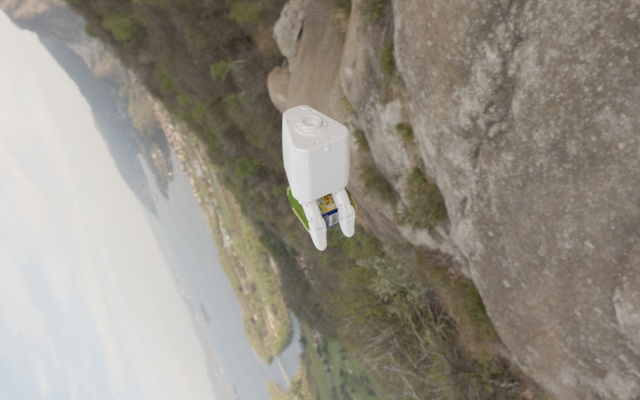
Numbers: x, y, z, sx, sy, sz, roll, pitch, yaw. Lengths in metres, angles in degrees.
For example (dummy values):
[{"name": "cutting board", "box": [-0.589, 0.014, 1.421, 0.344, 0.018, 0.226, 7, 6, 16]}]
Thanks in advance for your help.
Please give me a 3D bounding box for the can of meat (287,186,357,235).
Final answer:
[{"name": "can of meat", "box": [0.000, 0.003, 0.834, 0.084, 0.102, 0.057, -23, -35, -20]}]
